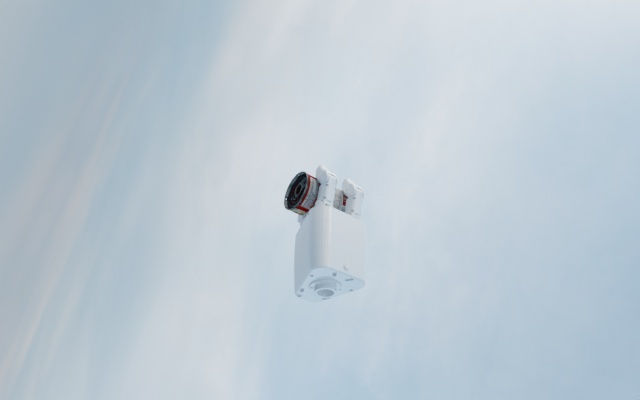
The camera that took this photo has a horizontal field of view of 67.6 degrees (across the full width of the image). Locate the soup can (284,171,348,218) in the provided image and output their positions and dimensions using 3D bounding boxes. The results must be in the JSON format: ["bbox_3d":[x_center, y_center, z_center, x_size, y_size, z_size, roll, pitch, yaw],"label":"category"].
[{"bbox_3d":[0.000,0.002,0.794,0.102,0.068,0.068,25,-12,-27],"label":"soup can"}]
